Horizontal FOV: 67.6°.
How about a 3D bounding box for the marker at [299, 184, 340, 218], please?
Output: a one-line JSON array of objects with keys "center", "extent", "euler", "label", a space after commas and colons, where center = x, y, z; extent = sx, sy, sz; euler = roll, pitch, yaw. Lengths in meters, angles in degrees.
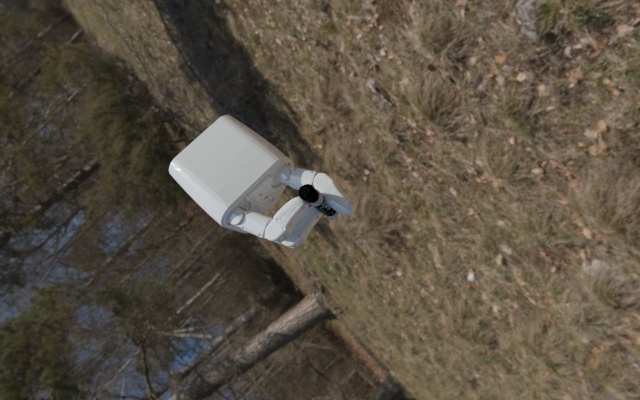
[{"center": [0.000, 0.002, 0.564], "extent": [0.020, 0.020, 0.121], "euler": [0, -12, 16], "label": "marker"}]
